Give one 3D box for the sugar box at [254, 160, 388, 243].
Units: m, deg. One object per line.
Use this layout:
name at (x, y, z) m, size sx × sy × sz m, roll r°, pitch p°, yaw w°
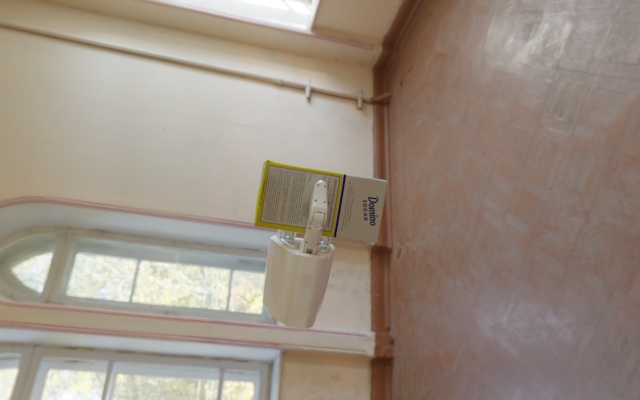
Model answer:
sugar box at (0.000, 0.002, 0.679) m, size 0.176 × 0.093 × 0.048 m, roll 9°, pitch 3°, yaw -11°
